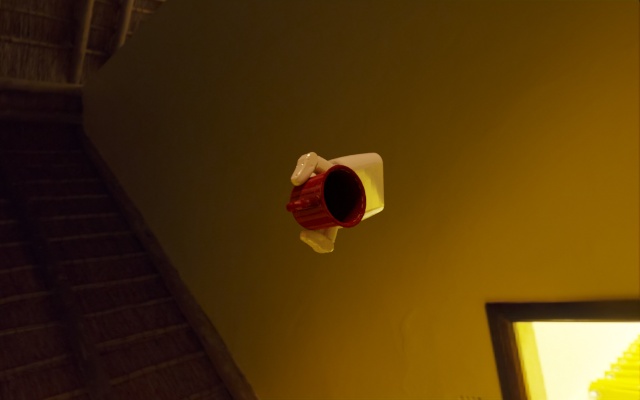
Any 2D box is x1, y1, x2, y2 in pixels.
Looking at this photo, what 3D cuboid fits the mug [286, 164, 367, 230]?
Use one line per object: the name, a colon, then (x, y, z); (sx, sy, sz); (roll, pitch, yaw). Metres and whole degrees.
mug: (-0.001, 0.003, 0.708); (0.117, 0.093, 0.081); (-14, 0, -44)
